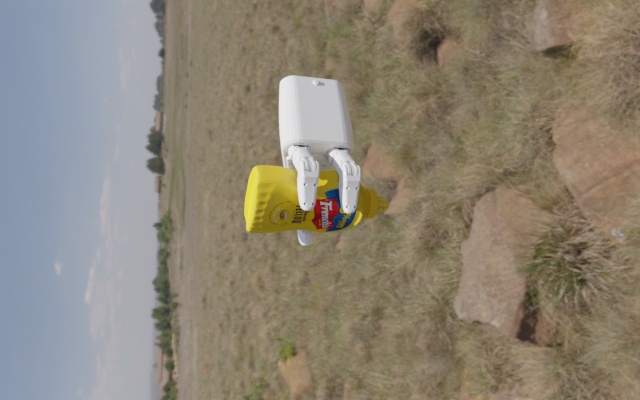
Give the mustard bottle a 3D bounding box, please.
[{"bbox_3d":[0.000,0.002,0.634,0.191,0.096,0.058,2,42,-18],"label":"mustard bottle"}]
